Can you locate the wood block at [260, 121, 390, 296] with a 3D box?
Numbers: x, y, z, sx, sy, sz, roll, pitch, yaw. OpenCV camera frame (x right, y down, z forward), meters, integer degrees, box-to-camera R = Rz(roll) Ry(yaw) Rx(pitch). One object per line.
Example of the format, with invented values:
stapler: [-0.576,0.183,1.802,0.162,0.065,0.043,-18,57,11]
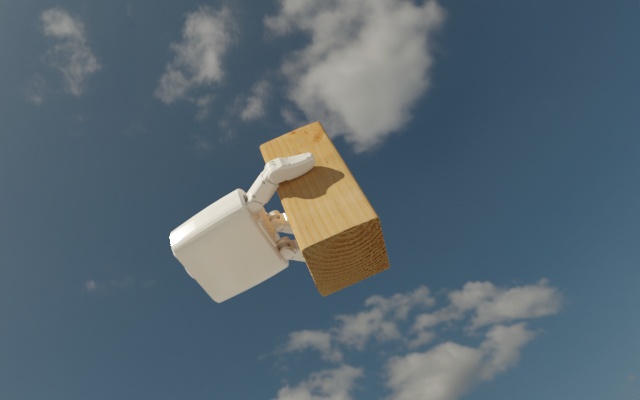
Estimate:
wood block: [0.000,0.002,0.596,0.090,0.091,0.206,-23,43,-4]
